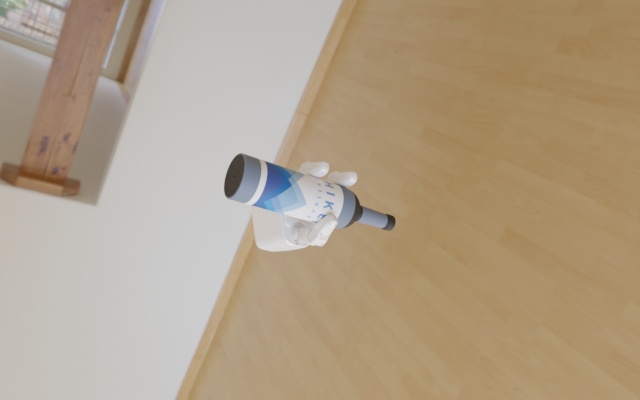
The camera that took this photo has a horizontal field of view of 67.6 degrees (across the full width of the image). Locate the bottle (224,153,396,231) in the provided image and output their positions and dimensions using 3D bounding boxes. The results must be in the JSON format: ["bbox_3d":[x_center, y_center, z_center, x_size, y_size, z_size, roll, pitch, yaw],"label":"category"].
[{"bbox_3d":[0.000,0.002,0.737,0.296,0.069,0.069,17,-9,-32],"label":"bottle"}]
